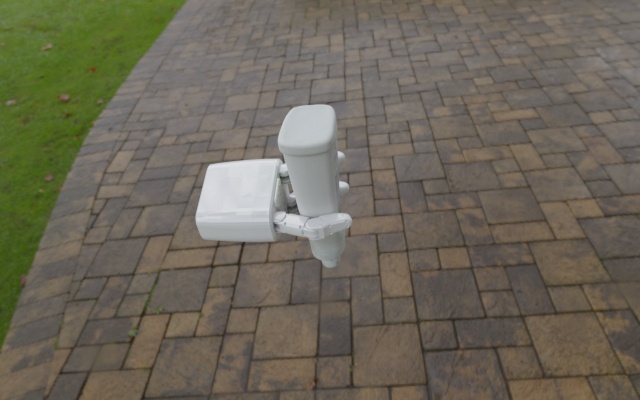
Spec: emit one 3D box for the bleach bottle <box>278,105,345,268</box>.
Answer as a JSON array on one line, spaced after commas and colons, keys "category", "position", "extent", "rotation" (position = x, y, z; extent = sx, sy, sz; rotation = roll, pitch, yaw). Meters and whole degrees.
[{"category": "bleach bottle", "position": [0.000, 0.002, 0.655], "extent": [0.068, 0.251, 0.102], "rotation": [-2, 39, 9]}]
